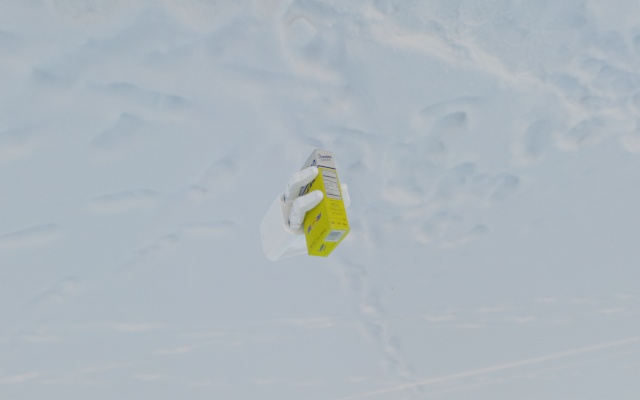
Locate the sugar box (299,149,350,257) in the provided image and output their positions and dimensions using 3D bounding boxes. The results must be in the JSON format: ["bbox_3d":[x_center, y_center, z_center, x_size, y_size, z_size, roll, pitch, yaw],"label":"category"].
[{"bbox_3d":[0.000,0.003,0.865,0.048,0.176,0.093,7,-39,-29],"label":"sugar box"}]
